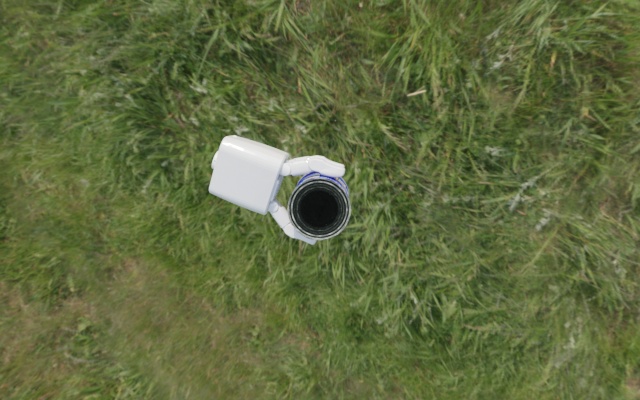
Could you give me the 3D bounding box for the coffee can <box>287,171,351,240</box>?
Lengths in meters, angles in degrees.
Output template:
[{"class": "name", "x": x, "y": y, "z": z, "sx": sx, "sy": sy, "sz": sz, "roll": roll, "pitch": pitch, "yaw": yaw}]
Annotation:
[{"class": "coffee can", "x": 0.000, "y": 0.003, "z": 0.832, "sx": 0.103, "sy": 0.103, "sz": 0.140, "roll": 0, "pitch": 10, "yaw": 2}]
